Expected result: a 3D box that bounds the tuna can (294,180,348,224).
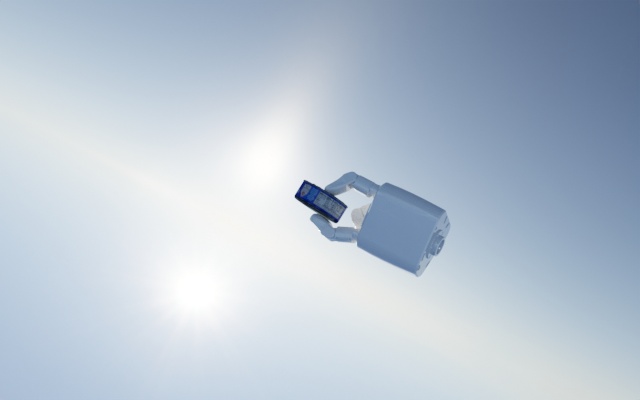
[{"bbox_3d":[0.000,0.003,0.779,0.086,0.034,0.086,32,-5,3],"label":"tuna can"}]
